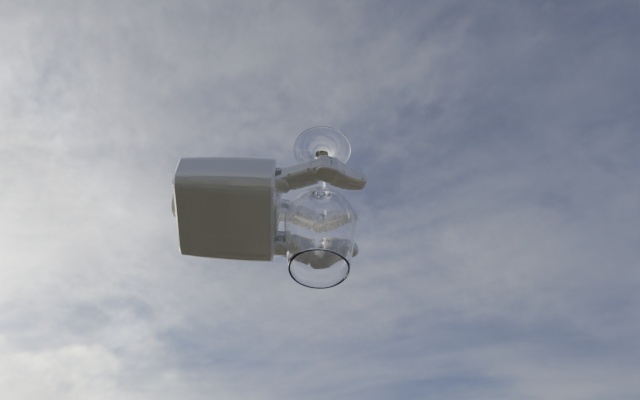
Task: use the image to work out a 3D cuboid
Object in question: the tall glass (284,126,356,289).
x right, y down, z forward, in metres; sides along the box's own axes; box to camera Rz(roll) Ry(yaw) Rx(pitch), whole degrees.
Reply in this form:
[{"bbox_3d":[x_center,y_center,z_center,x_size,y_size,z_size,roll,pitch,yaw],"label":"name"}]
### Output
[{"bbox_3d":[0.000,0.001,0.545,0.079,0.079,0.200,0,42,1],"label":"tall glass"}]
